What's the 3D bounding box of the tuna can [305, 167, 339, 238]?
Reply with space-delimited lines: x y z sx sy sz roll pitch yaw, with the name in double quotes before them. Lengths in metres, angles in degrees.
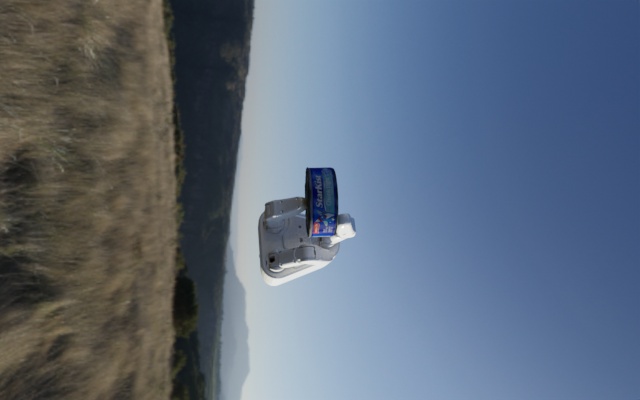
"tuna can" 0.001 0.002 0.582 0.034 0.086 0.086 -1 0 -6
